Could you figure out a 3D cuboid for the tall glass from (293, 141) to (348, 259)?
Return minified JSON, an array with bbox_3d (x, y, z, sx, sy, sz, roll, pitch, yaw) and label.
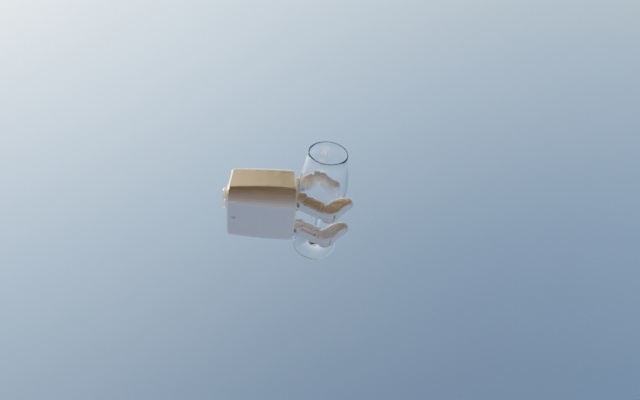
[{"bbox_3d":[0.000,0.003,0.787,0.079,0.201,0.079,5,41,-5],"label":"tall glass"}]
